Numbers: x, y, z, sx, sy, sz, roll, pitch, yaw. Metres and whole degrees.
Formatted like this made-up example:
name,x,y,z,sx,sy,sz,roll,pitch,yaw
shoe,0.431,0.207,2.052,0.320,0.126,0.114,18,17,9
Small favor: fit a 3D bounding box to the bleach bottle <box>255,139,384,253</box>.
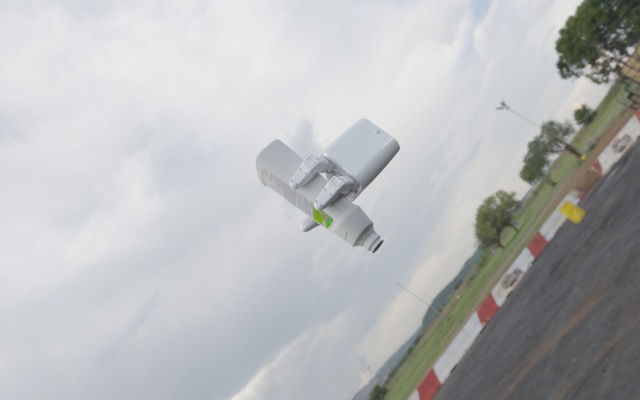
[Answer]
name,x,y,z,sx,sy,sz,roll,pitch,yaw
bleach bottle,0.000,0.003,0.805,0.250,0.068,0.103,39,-19,20
